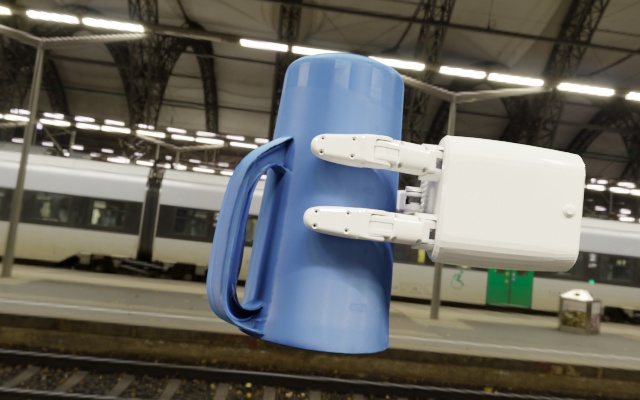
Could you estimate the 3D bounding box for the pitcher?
[{"bbox_3d":[0.000,0.001,0.416,0.145,0.243,0.149,7,-5,4],"label":"pitcher"}]
